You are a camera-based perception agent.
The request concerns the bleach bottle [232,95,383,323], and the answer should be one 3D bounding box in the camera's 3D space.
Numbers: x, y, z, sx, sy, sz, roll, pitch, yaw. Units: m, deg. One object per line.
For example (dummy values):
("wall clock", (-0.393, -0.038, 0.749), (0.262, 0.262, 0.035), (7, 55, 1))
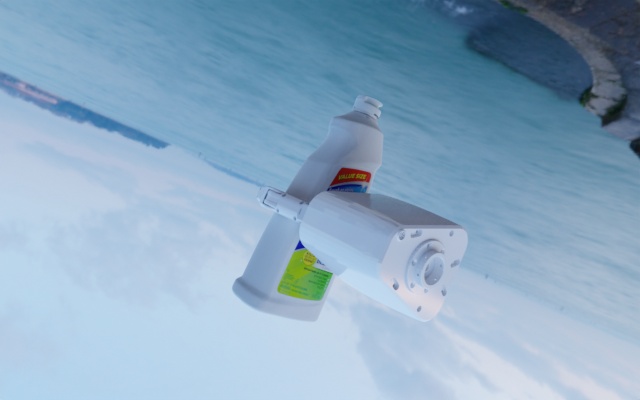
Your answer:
("bleach bottle", (0.000, 0.002, 0.520), (0.102, 0.251, 0.068), (24, -1, -40))
